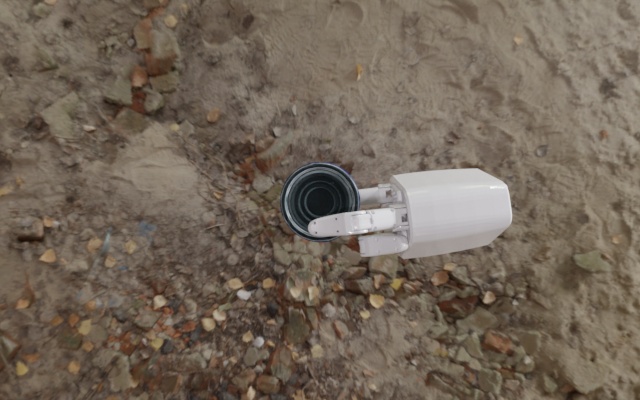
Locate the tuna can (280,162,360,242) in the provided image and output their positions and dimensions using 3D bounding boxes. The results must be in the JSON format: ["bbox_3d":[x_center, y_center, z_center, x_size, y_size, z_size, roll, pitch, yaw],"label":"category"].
[{"bbox_3d":[0.000,0.002,0.511,0.086,0.086,0.034,0,0,3],"label":"tuna can"}]
